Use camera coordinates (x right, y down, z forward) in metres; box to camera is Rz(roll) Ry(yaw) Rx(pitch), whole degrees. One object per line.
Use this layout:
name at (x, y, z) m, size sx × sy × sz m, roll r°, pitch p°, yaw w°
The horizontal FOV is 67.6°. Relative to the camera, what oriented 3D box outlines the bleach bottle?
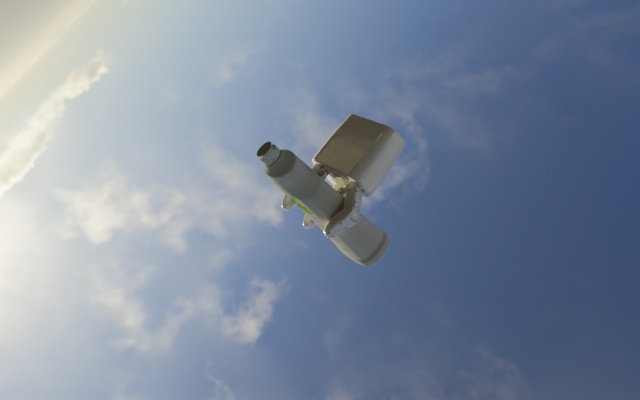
bleach bottle at (0.000, 0.002, 0.738) m, size 0.251 × 0.068 × 0.102 m, roll 44°, pitch -11°, yaw -32°
